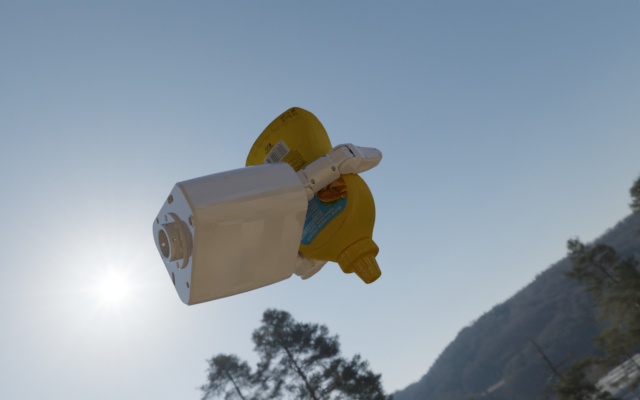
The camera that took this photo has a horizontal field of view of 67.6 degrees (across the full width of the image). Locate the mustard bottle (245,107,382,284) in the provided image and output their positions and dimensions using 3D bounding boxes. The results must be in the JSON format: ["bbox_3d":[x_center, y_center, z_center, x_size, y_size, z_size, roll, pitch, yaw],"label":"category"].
[{"bbox_3d":[0.000,0.001,0.479,0.096,0.191,0.058,-46,-29,21],"label":"mustard bottle"}]
